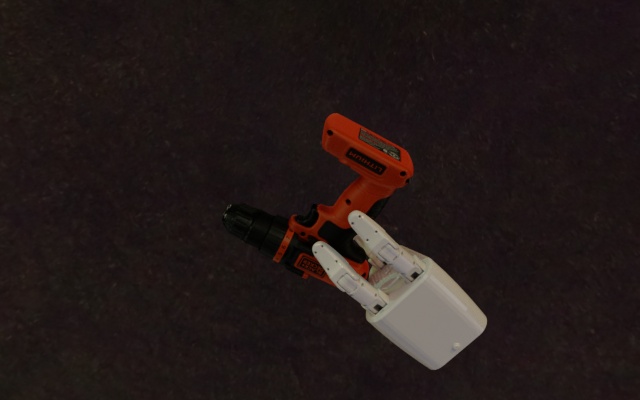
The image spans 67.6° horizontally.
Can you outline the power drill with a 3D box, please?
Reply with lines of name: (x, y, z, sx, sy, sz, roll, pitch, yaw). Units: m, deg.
power drill: (0.001, 0.002, 0.532, 0.184, 0.188, 0.057, 26, 30, -8)
